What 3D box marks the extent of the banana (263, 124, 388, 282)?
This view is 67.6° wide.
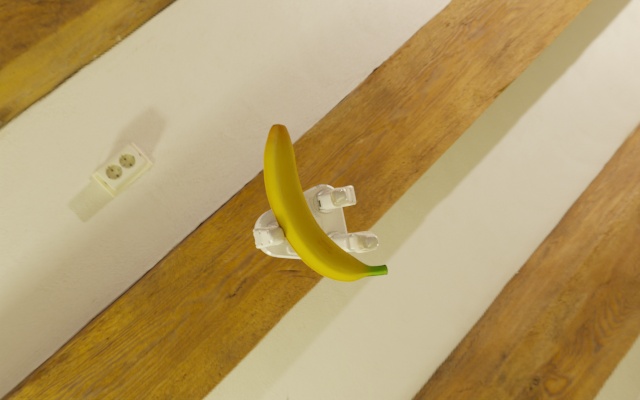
[{"bbox_3d":[-0.013,0.015,0.507,0.069,0.198,0.037,-36,3,-9],"label":"banana"}]
